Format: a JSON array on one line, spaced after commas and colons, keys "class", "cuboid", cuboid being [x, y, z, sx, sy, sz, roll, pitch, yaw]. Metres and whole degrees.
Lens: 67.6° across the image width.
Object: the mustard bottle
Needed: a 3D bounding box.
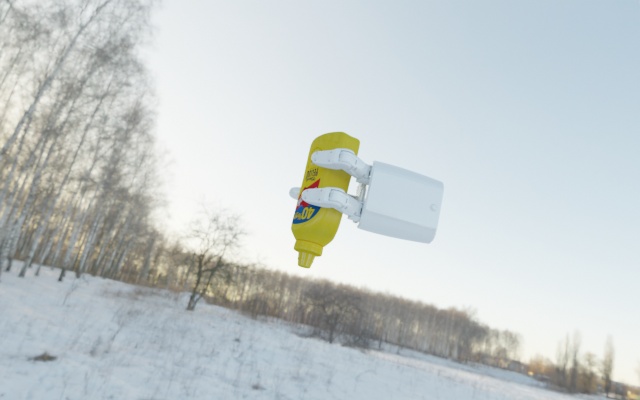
[{"class": "mustard bottle", "cuboid": [0.000, 0.002, 0.679, 0.058, 0.191, 0.096, 22, -17, -28]}]
